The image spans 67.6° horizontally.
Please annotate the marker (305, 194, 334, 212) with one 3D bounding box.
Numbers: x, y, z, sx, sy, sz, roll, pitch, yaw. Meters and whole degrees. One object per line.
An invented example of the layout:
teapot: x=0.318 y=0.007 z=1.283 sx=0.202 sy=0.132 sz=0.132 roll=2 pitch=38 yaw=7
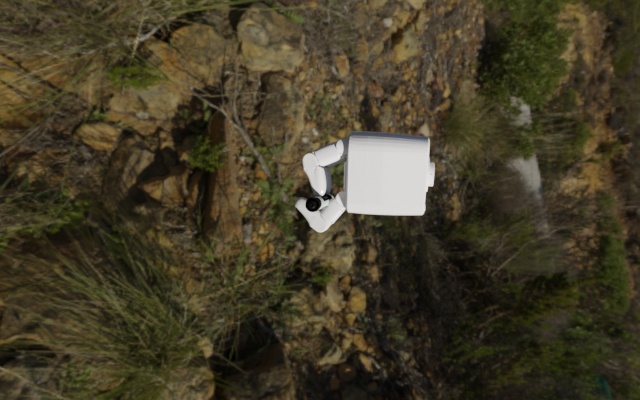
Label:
marker: x=0.000 y=0.002 z=0.651 sx=0.020 sy=0.020 sz=0.121 roll=0 pitch=3 yaw=10
